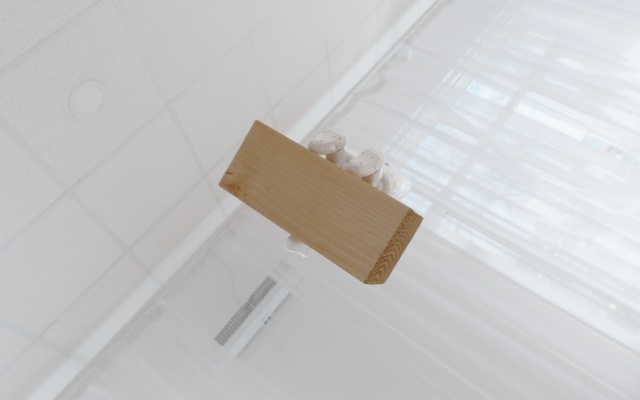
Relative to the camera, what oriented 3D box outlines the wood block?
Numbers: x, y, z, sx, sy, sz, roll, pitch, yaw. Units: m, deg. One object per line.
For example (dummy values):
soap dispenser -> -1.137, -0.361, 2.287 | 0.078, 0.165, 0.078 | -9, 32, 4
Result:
wood block -> 0.000, 0.002, 0.546 | 0.206, 0.091, 0.090 | 32, 3, 23
